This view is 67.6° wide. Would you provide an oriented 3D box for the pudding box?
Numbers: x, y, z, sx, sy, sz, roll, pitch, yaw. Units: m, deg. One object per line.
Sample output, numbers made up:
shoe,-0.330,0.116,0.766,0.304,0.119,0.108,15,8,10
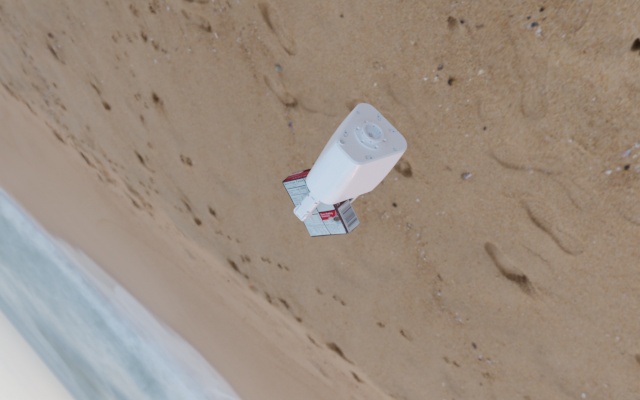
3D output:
pudding box,0.000,0.003,0.770,0.090,0.113,0.039,-8,23,46
